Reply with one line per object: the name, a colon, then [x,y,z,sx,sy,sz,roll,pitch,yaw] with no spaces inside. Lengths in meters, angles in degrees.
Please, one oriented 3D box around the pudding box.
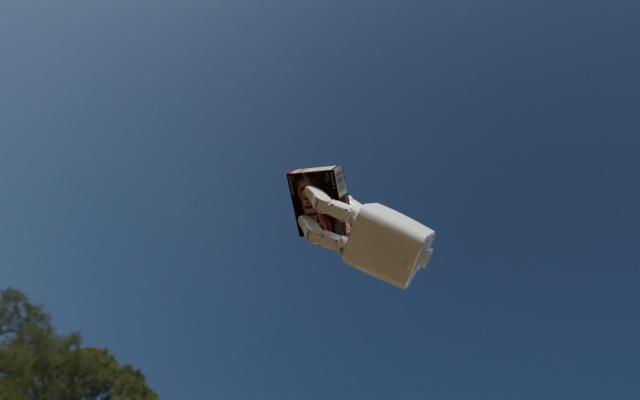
pudding box: [0.000,0.002,0.772,0.090,0.113,0.039,-3,14,30]
